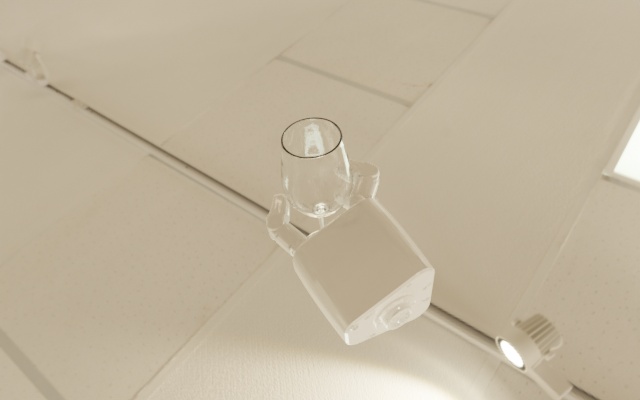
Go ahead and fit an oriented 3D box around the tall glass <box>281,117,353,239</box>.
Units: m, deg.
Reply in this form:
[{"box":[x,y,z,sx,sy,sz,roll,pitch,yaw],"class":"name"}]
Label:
[{"box":[0.000,0.002,0.550,0.079,0.079,0.201,0,-41,7],"class":"tall glass"}]
